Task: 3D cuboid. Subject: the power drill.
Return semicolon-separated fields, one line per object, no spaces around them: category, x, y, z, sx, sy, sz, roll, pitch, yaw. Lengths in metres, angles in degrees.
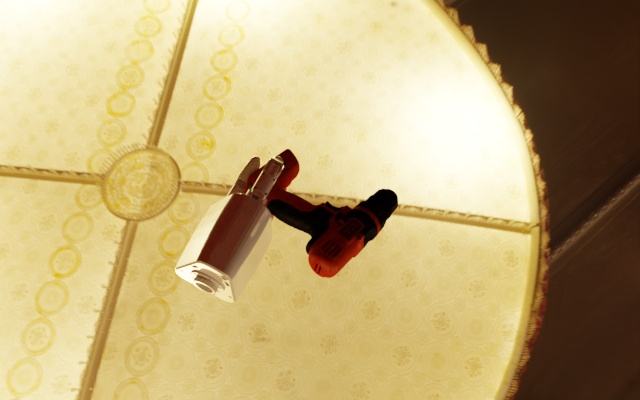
power drill;0.000;0.002;0.688;0.187;0.057;0.184;34;50;19
